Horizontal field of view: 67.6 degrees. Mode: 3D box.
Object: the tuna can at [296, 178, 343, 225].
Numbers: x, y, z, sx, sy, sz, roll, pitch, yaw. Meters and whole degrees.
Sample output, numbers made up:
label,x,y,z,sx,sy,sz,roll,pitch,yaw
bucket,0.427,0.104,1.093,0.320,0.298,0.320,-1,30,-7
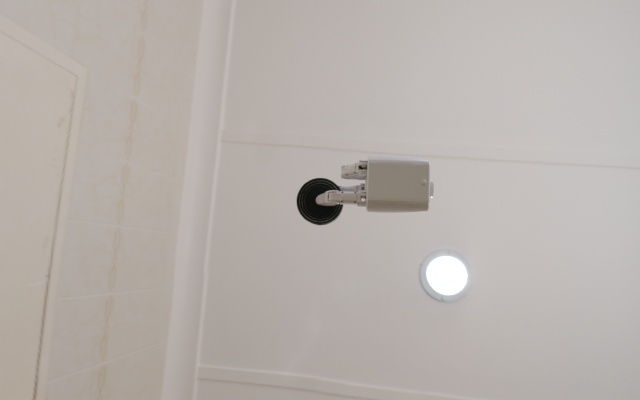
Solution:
label,x,y,z,sx,sy,sz,roll,pitch,yaw
tuna can,0.000,0.003,0.878,0.086,0.086,0.034,0,-6,4
